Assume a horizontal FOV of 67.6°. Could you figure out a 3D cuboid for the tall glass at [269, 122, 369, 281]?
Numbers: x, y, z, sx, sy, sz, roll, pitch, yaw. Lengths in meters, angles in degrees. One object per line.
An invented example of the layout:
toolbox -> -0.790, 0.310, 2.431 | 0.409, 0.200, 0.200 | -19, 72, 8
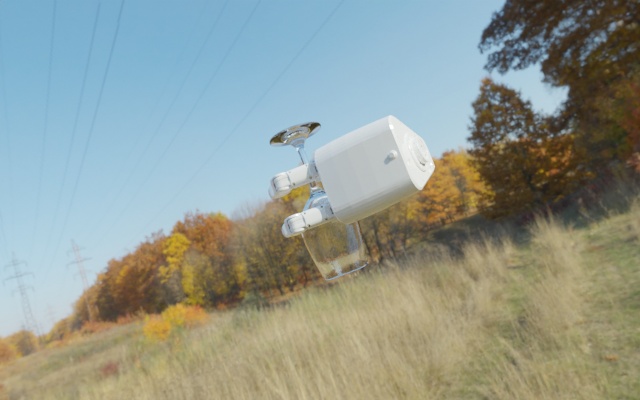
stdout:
tall glass -> 0.000, 0.001, 0.633 | 0.079, 0.201, 0.079 | -20, -8, -3
